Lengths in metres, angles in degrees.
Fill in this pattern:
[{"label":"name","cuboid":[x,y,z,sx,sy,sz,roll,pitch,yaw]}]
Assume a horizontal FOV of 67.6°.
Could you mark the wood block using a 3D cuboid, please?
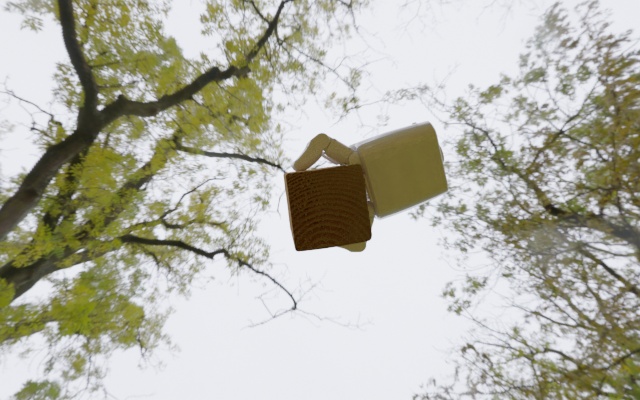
[{"label":"wood block","cuboid":[0.001,0.002,0.634,0.090,0.091,0.206,-8,4,-4]}]
